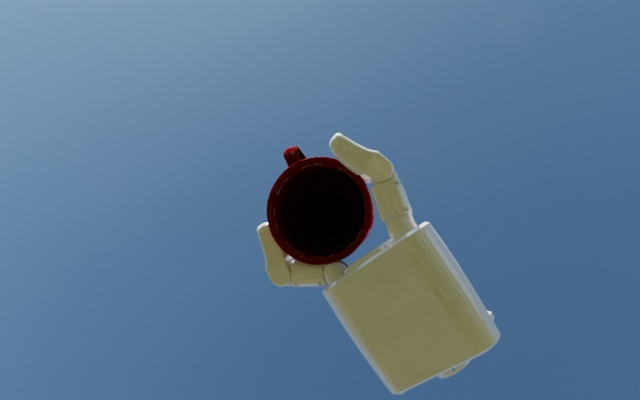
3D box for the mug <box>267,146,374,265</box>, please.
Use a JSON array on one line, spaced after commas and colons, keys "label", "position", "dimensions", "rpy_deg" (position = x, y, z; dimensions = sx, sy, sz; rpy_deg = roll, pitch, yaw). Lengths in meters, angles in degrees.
[{"label": "mug", "position": [-0.001, 0.000, 0.449], "dimensions": [0.093, 0.117, 0.081], "rpy_deg": [-33, -10, 8]}]
